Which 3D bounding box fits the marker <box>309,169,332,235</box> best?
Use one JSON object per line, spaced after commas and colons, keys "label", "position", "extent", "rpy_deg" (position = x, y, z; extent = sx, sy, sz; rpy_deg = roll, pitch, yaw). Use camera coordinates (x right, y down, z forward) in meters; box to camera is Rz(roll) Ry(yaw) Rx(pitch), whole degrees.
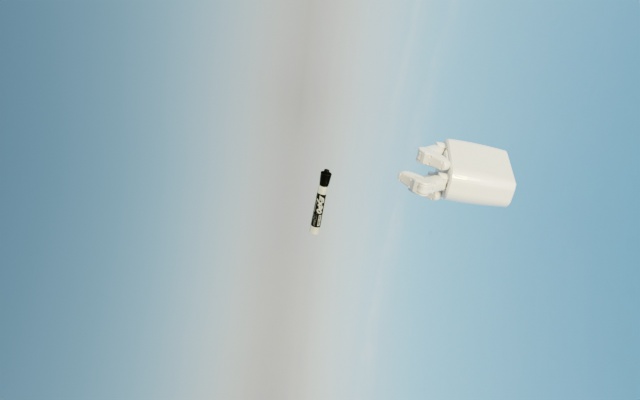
{"label": "marker", "position": [0.000, 0.003, 0.808], "extent": [0.020, 0.121, 0.020], "rpy_deg": [9, 27, -5]}
